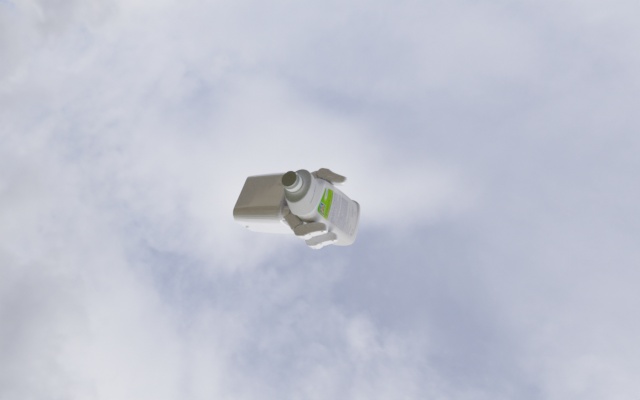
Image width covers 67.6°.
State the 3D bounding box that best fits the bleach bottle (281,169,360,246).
[{"bbox_3d":[0.000,0.003,0.880,0.068,0.102,0.251,0,-22,25],"label":"bleach bottle"}]
